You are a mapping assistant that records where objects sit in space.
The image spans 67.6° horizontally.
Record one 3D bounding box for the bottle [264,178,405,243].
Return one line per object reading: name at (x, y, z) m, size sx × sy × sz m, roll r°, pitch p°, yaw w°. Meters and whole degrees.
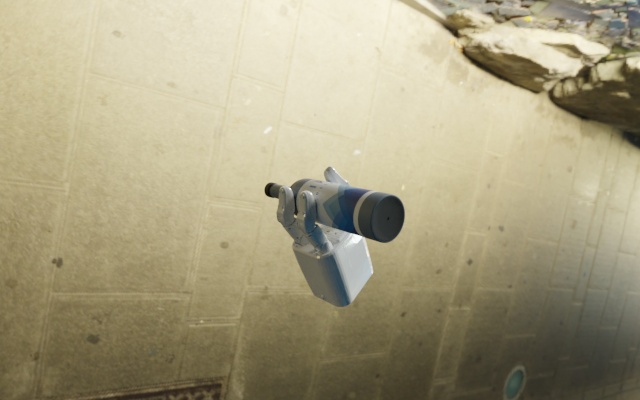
bottle at (0.000, 0.002, 0.749) m, size 0.069 × 0.069 × 0.295 m, roll 0°, pitch 9°, yaw -39°
